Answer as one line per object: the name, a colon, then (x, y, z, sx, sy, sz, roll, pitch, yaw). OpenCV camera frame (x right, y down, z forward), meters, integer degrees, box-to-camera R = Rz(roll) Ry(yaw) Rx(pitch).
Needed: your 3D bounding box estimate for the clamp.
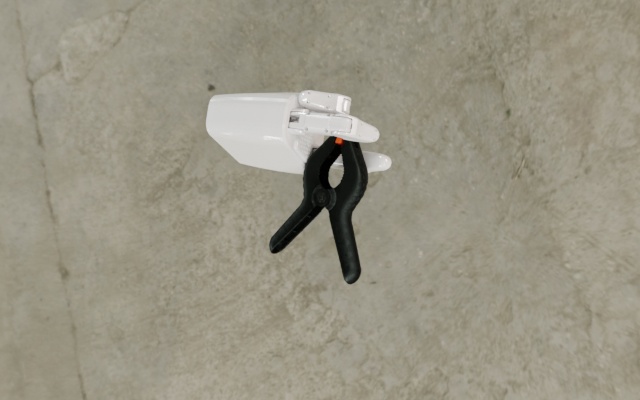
clamp: (0.000, 0.002, 0.549, 0.120, 0.171, 0.039, 8, -2, 23)
